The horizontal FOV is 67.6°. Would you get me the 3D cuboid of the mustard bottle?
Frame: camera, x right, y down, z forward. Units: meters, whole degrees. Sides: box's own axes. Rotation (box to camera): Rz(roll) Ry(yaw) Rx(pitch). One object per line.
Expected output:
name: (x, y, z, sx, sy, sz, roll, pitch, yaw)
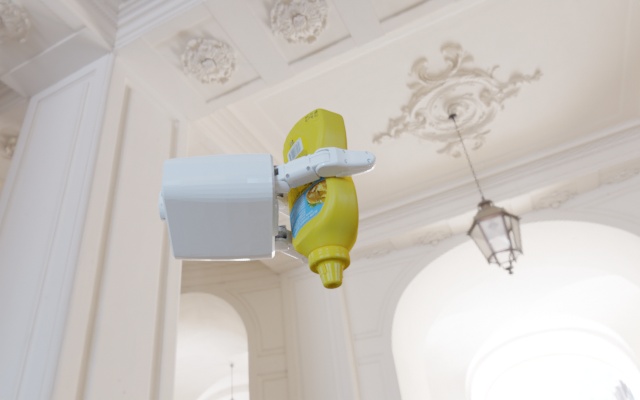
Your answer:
mustard bottle: (0.000, 0.001, 0.504, 0.058, 0.191, 0.096, 13, -39, -28)
